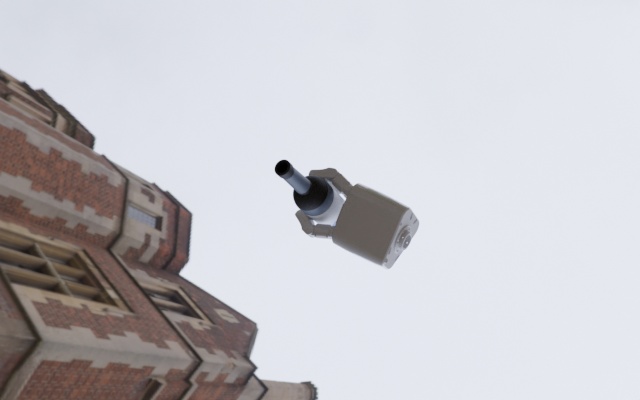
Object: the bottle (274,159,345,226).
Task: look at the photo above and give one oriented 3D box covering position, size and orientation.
[{"bbox_3d":[0.000,0.003,0.850,0.069,0.069,0.296,0,-21,25],"label":"bottle"}]
